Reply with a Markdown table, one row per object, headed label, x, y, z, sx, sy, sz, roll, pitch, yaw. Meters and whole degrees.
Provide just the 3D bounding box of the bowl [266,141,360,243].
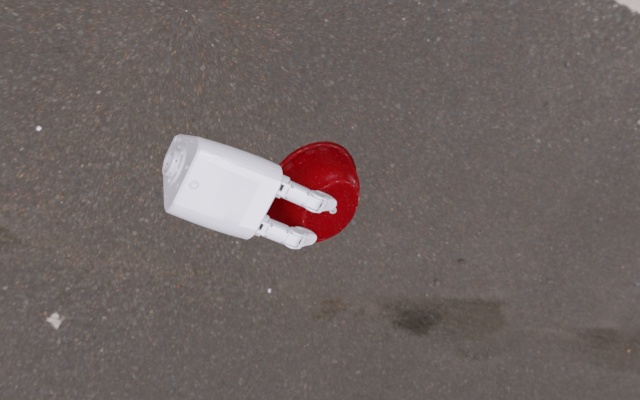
| label | x | y | z | sx | sy | sz | roll | pitch | yaw |
| --- | --- | --- | --- | --- | --- | --- | --- | --- | --- |
| bowl | 0.001 | 0.002 | 0.664 | 0.162 | 0.162 | 0.055 | 0 | 28 | -39 |
